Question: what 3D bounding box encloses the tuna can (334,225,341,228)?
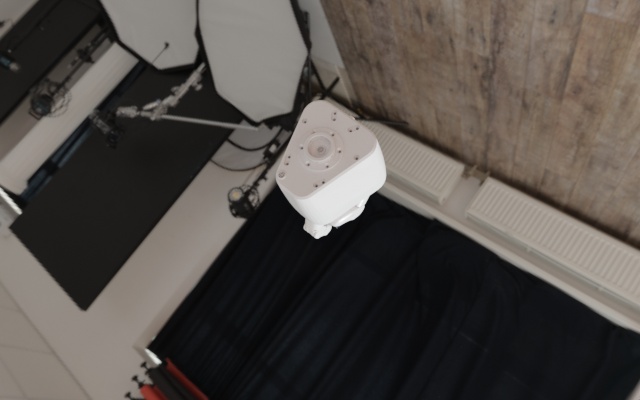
[{"bbox_3d":[0.000,0.003,0.675,0.086,0.034,0.086,35,-4,3],"label":"tuna can"}]
